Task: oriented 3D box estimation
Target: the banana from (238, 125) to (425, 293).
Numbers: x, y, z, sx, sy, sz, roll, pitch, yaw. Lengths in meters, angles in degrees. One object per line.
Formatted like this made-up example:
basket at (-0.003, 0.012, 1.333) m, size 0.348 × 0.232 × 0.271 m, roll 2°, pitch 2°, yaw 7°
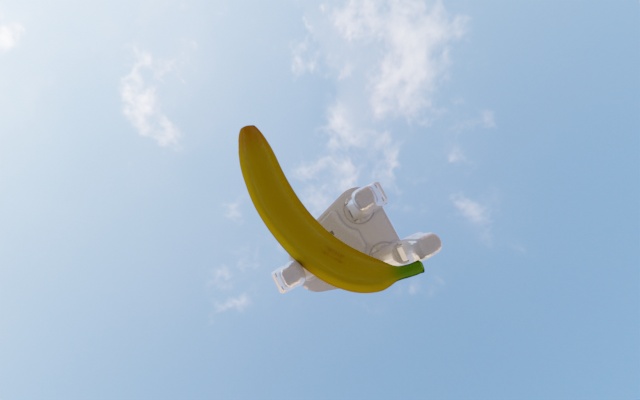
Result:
banana at (-0.009, 0.018, 0.411) m, size 0.198 × 0.069 × 0.037 m, roll 39°, pitch 6°, yaw 10°
